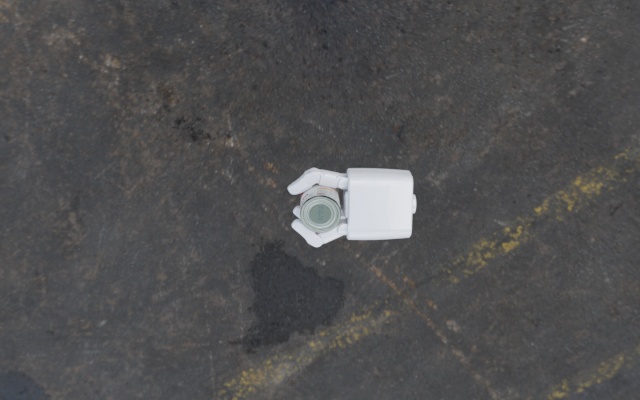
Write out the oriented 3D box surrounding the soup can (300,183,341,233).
[{"bbox_3d":[0.000,0.003,0.802,0.068,0.068,0.102,0,25,0],"label":"soup can"}]
